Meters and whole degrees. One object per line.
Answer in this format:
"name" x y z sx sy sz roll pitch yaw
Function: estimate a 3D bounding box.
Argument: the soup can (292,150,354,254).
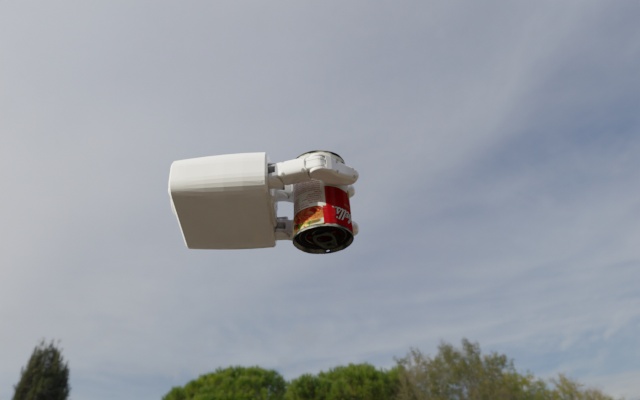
"soup can" 0.001 0.001 0.551 0.068 0.102 0.068 -3 -32 -2
